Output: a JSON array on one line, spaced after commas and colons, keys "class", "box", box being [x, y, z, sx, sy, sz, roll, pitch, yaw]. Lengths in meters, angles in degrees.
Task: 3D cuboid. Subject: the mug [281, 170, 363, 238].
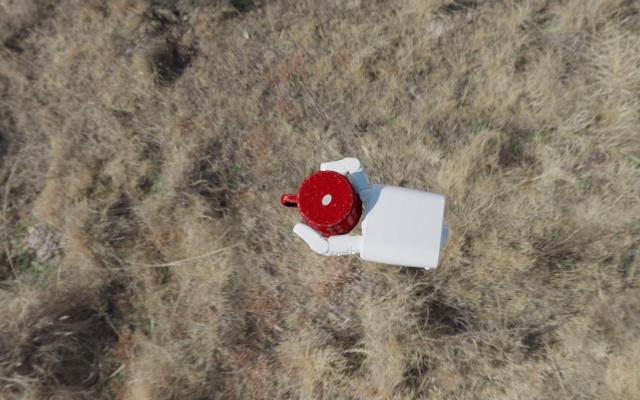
[{"class": "mug", "box": [-0.001, 0.002, 0.687, 0.117, 0.093, 0.081, 7, -9, 9]}]
